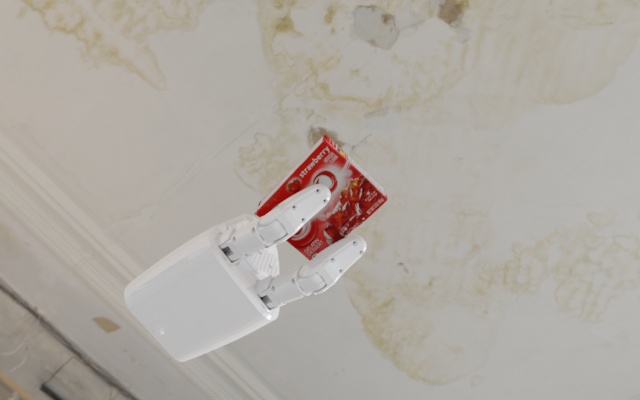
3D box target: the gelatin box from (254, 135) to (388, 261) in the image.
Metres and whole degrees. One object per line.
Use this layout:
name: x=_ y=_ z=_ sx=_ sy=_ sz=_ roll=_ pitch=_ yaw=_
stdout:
gelatin box: x=0.000 y=0.001 z=0.407 sx=0.073 sy=0.089 sz=0.030 roll=42 pitch=15 yaw=-12
